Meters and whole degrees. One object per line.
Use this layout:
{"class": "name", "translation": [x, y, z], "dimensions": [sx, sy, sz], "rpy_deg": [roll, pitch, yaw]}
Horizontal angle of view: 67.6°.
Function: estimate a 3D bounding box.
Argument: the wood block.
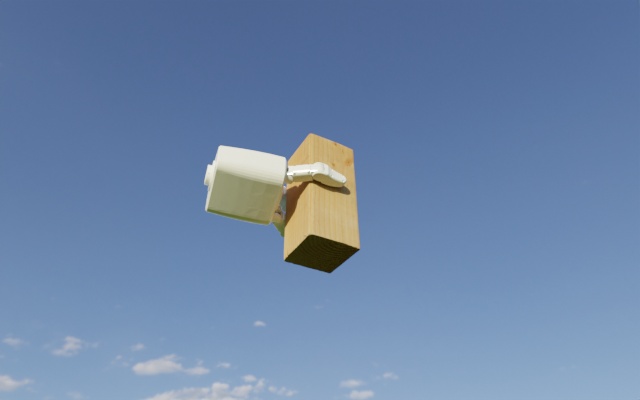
{"class": "wood block", "translation": [0.000, 0.002, 0.793], "dimensions": [0.090, 0.206, 0.091], "rpy_deg": [19, -41, -24]}
